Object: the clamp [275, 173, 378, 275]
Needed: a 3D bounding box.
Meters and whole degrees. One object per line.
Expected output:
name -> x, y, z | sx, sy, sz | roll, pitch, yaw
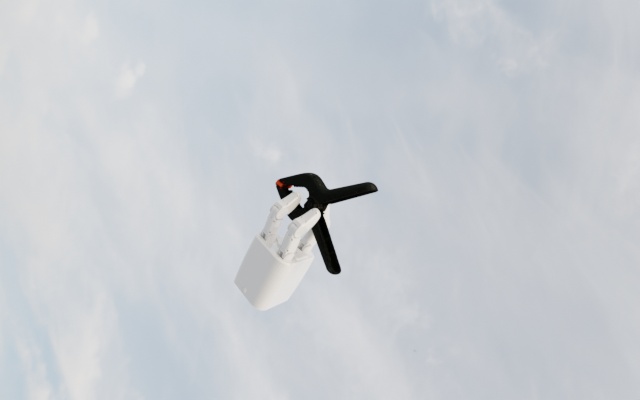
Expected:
clamp -> 0.000, 0.003, 0.825 | 0.036, 0.164, 0.210 | 11, 24, -49
